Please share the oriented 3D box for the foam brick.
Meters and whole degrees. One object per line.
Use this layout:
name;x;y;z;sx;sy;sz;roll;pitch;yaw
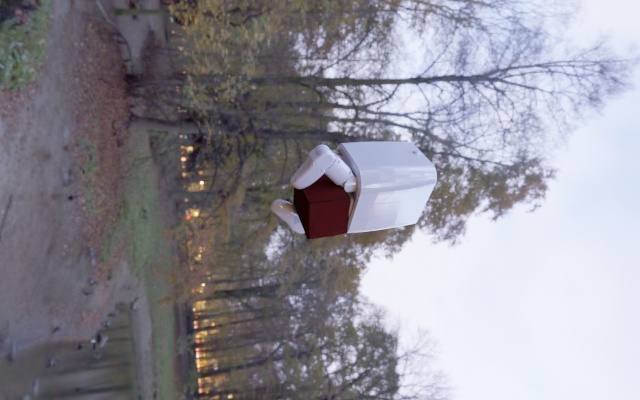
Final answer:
foam brick;0.000;0.002;0.587;0.051;0.053;0.078;-5;34;-15
